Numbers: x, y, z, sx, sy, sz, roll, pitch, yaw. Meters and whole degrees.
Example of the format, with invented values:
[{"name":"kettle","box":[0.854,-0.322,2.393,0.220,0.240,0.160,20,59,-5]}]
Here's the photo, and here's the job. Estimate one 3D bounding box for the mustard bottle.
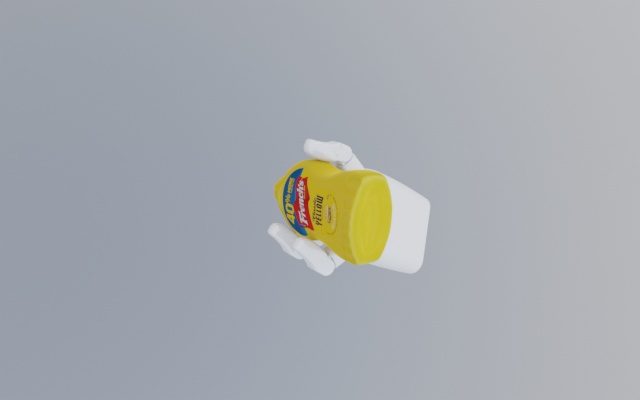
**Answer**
[{"name":"mustard bottle","box":[0.000,0.002,0.556,0.058,0.096,0.191,-7,16,-33]}]
